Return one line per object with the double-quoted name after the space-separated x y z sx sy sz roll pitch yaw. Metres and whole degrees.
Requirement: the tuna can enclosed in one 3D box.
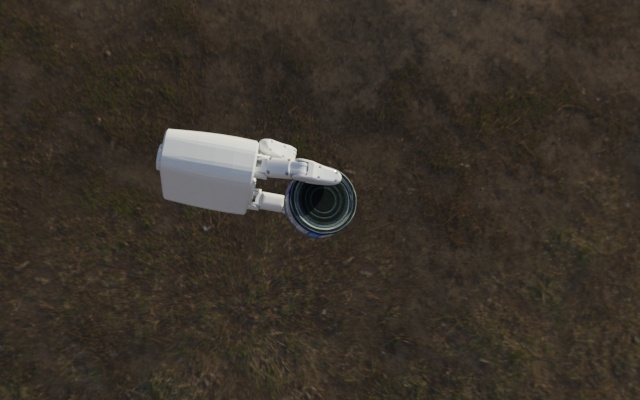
0.000 0.002 0.582 0.086 0.086 0.034 0 -11 -15 "tuna can"
